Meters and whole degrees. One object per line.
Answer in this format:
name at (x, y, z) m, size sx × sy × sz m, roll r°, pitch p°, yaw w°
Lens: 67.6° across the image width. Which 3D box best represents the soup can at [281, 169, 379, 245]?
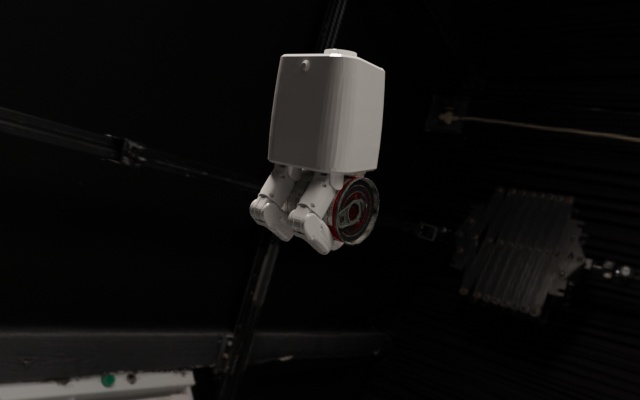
soup can at (0.000, 0.002, 0.500) m, size 0.102 × 0.068 × 0.068 m, roll 14°, pitch 9°, yaw 39°
